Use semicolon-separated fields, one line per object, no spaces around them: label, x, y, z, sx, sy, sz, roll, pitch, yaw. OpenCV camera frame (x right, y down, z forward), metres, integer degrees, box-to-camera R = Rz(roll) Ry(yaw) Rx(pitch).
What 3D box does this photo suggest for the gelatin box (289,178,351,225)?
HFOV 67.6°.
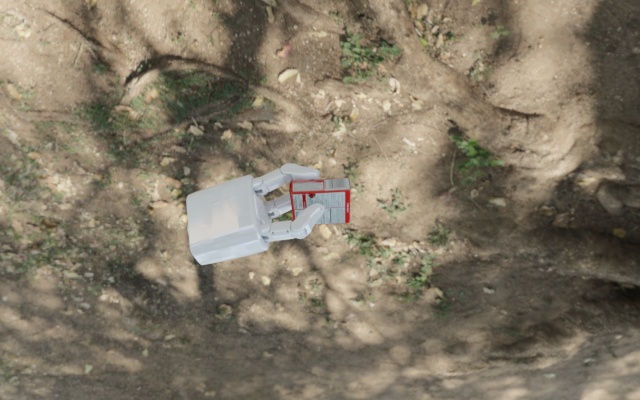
gelatin box;0.000;0.003;0.716;0.089;0.030;0.073;-3;-44;0
